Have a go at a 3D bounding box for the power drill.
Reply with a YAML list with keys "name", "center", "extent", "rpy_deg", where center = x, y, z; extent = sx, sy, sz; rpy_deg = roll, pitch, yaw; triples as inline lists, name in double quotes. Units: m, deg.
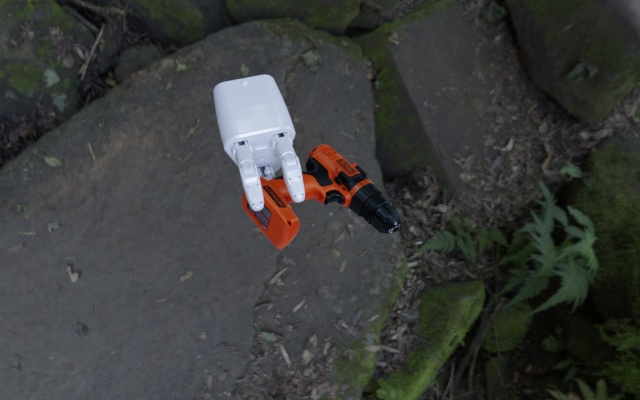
- name: "power drill"
  center: [0.000, 0.002, 0.676]
  extent: [0.187, 0.057, 0.184]
  rpy_deg: [-20, 53, -39]
